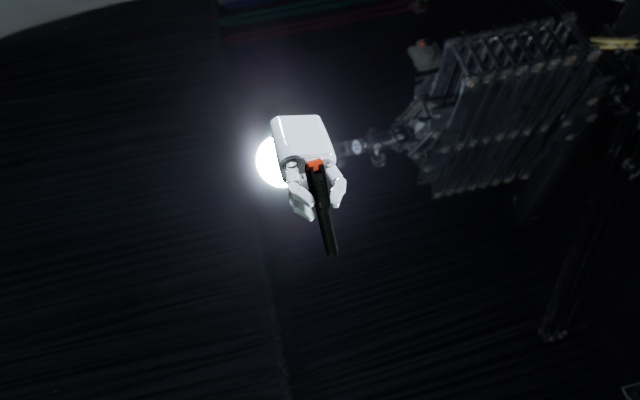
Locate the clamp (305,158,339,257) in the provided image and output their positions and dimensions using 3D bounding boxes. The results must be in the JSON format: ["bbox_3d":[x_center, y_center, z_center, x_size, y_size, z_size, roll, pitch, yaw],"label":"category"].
[{"bbox_3d":[0.001,0.002,0.895,0.036,0.164,0.210,-17,-28,-7],"label":"clamp"}]
